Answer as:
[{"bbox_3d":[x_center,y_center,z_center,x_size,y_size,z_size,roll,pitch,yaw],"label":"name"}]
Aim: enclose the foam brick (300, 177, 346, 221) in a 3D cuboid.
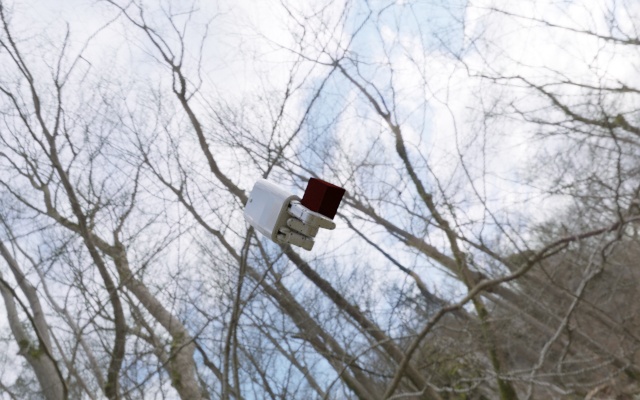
[{"bbox_3d":[0.000,0.003,0.880,0.053,0.078,0.051,13,12,-47],"label":"foam brick"}]
